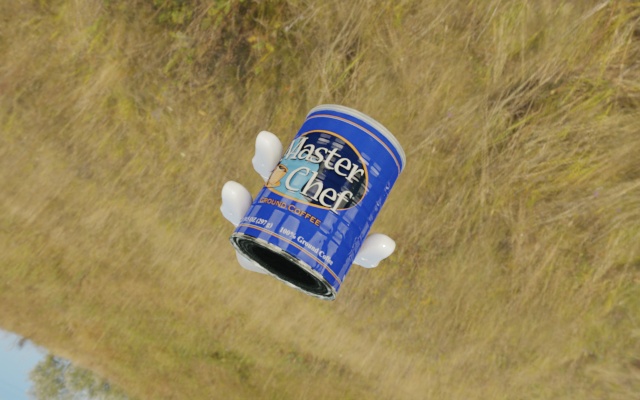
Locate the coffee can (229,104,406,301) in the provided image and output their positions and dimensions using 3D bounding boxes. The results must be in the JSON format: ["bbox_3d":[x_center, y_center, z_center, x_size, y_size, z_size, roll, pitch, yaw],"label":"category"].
[{"bbox_3d":[0.000,0.001,0.423,0.103,0.140,0.103,26,-21,11],"label":"coffee can"}]
